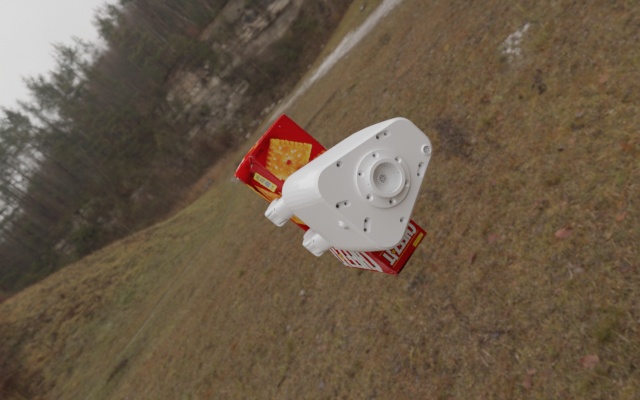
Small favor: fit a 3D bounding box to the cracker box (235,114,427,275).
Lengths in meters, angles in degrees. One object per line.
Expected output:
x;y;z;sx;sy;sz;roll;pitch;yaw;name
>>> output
0.000;0.002;0.595;0.214;0.072;0.164;40;-13;-11;cracker box
